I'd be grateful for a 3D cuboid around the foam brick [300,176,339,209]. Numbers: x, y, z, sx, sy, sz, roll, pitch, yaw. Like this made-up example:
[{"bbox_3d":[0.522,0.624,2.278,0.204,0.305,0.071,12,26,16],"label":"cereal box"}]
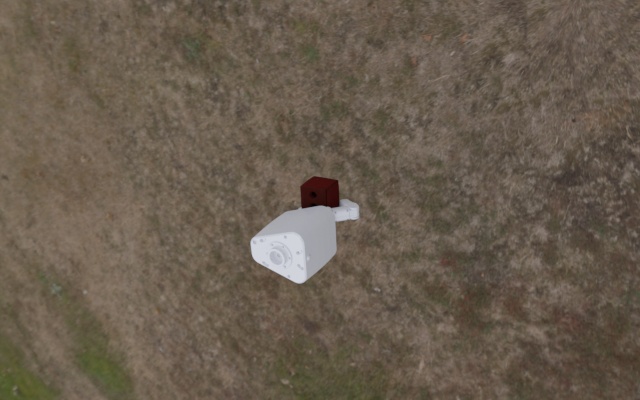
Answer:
[{"bbox_3d":[0.000,0.003,0.860,0.053,0.078,0.051,9,25,28],"label":"foam brick"}]
